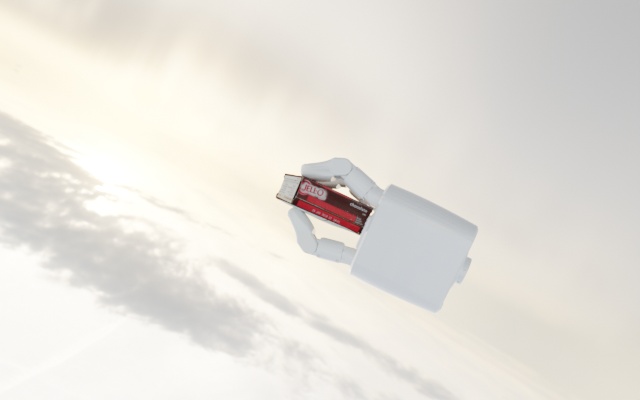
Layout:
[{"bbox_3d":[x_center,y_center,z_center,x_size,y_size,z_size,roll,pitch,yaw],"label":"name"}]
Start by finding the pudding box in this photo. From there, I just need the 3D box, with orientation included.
[{"bbox_3d":[0.000,0.002,0.569,0.090,0.039,0.113,25,-4,-15],"label":"pudding box"}]
